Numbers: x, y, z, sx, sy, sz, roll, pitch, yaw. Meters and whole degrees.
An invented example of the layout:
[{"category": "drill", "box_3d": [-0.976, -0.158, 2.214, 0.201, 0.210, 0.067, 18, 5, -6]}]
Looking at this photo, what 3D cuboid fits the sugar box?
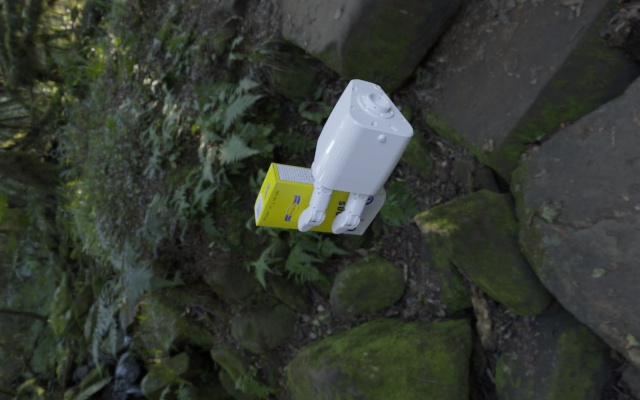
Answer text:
[{"category": "sugar box", "box_3d": [0.000, 0.003, 0.700, 0.176, 0.048, 0.093, 8, -45, -22]}]
